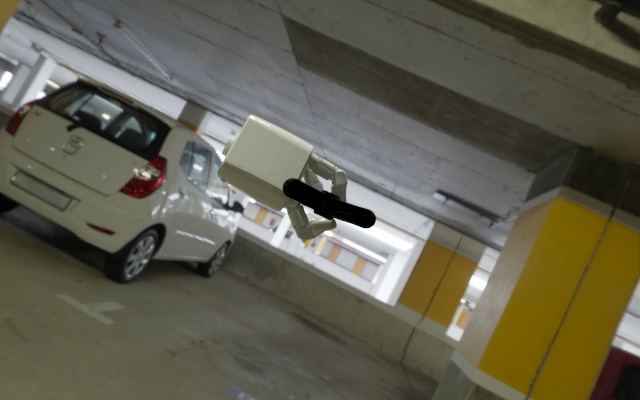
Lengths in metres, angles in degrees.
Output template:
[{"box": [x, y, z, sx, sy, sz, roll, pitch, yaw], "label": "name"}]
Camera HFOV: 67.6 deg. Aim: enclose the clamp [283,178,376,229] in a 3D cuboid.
[{"box": [0.000, 0.002, 0.646, 0.120, 0.039, 0.171, 29, -6, -9], "label": "clamp"}]
